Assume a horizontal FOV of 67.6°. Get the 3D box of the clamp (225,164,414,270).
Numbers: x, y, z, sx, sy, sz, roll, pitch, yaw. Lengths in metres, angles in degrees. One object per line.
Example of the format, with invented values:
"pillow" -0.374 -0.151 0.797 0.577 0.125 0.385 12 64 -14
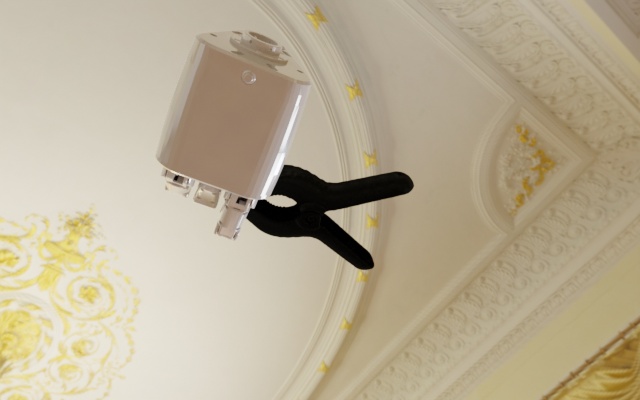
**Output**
"clamp" 0.000 0.001 0.455 0.171 0.120 0.039 19 29 -17
